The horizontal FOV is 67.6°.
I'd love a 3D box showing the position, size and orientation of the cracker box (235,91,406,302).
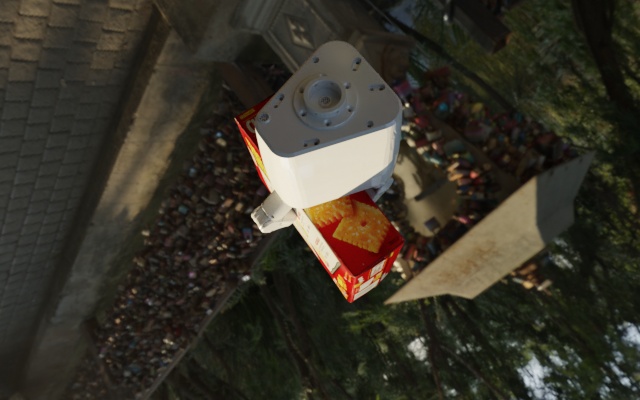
[{"bbox_3d":[0.000,0.002,0.551,0.072,0.213,0.164,-34,-18,-9],"label":"cracker box"}]
